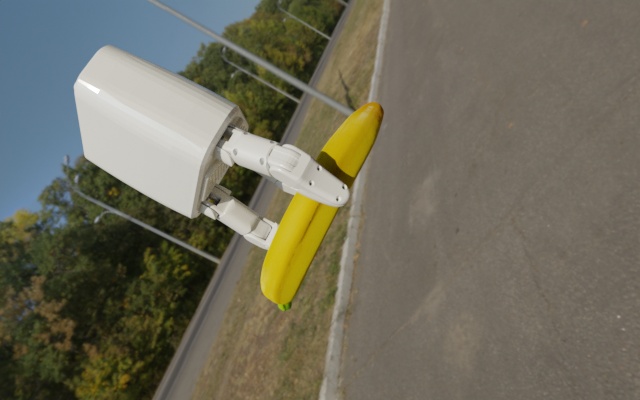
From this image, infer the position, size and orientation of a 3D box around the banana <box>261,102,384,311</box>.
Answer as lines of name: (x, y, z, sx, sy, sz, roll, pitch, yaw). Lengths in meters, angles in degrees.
banana: (-0.003, 0.006, 0.384, 0.037, 0.198, 0.069, 27, 6, 4)
